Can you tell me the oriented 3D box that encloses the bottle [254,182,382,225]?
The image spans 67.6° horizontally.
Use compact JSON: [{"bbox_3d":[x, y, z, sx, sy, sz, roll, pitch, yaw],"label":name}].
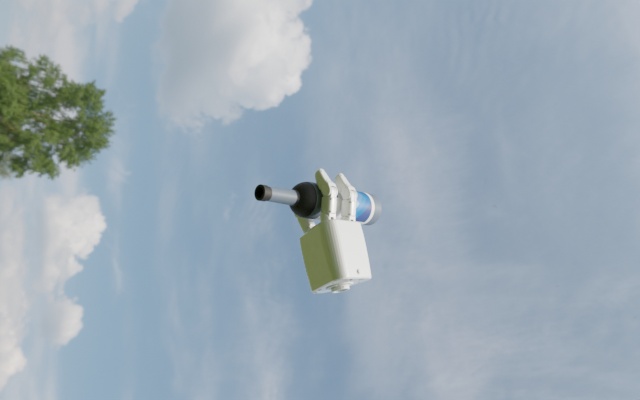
[{"bbox_3d":[0.000,0.003,0.890,0.069,0.069,0.296,0,-6,44],"label":"bottle"}]
